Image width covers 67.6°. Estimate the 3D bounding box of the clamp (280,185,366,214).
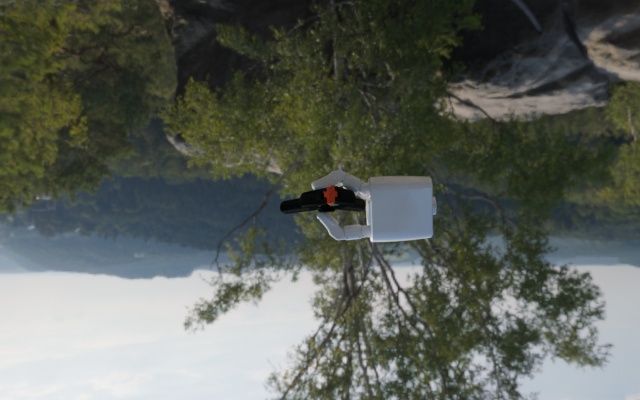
[{"bbox_3d":[0.000,0.003,0.836,0.164,0.036,0.210,-3,-6,3],"label":"clamp"}]
